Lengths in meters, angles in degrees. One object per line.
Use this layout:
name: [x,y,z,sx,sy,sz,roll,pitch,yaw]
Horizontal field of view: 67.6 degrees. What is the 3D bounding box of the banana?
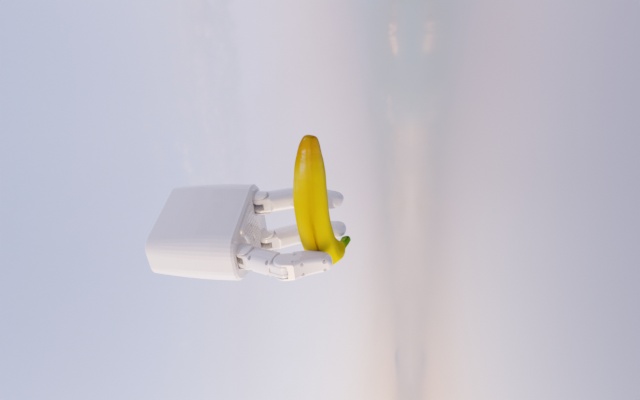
banana: [-0.002,0.019,0.507,0.037,0.069,0.198,1,-35,14]
